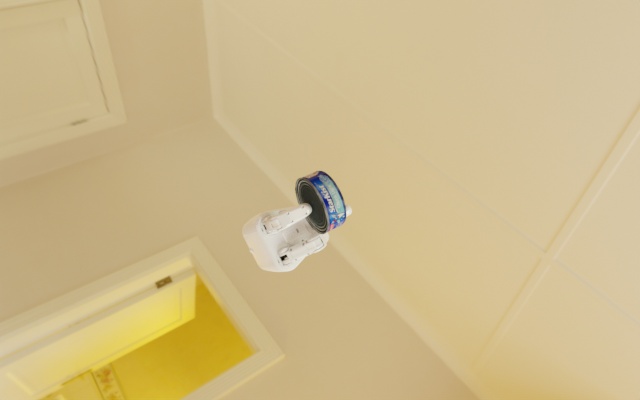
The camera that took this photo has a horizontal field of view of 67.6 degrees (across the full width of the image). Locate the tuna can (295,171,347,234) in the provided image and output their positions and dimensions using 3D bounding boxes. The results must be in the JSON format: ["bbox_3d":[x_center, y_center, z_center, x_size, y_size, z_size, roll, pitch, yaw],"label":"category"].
[{"bbox_3d":[0.001,0.002,0.672,0.033,0.086,0.086,-25,10,-22],"label":"tuna can"}]
